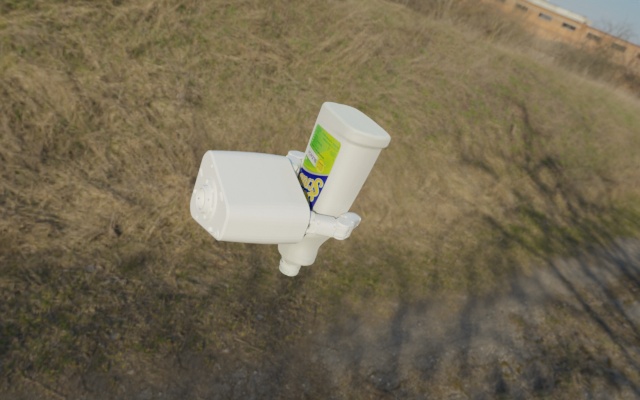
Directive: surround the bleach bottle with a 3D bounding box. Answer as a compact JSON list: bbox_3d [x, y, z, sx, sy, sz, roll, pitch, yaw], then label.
[{"bbox_3d":[0.000,0.002,0.644,0.068,0.251,0.102,4,31,-34],"label":"bleach bottle"}]
